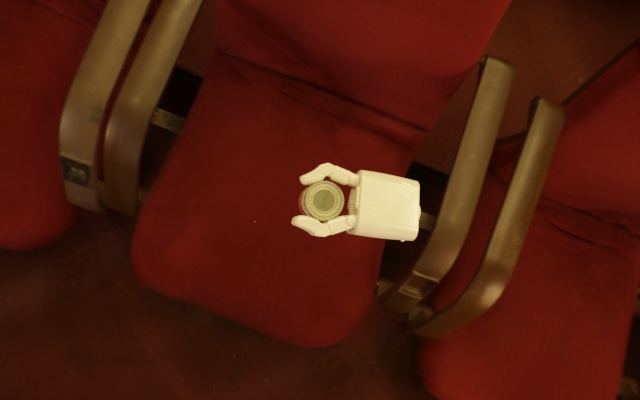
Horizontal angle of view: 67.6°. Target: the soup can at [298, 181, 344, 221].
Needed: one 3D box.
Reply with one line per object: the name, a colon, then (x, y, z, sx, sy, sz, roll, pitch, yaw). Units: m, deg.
soup can: (0.000, 0.002, 0.826, 0.068, 0.068, 0.102, 0, -2, -8)
